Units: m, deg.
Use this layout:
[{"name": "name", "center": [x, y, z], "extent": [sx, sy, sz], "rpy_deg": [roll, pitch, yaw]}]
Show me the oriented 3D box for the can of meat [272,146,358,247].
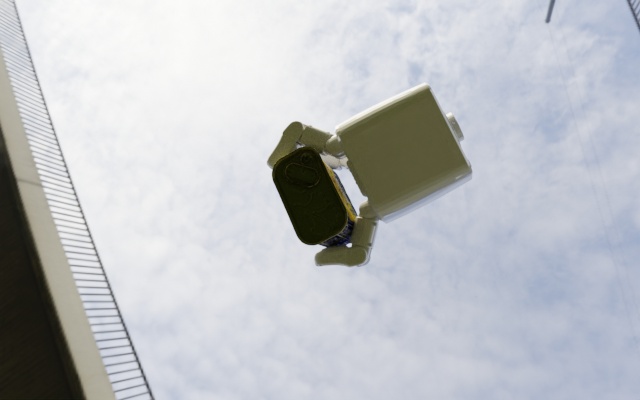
[{"name": "can of meat", "center": [0.000, 0.002, 0.523], "extent": [0.057, 0.102, 0.084], "rpy_deg": [-29, -18, 11]}]
